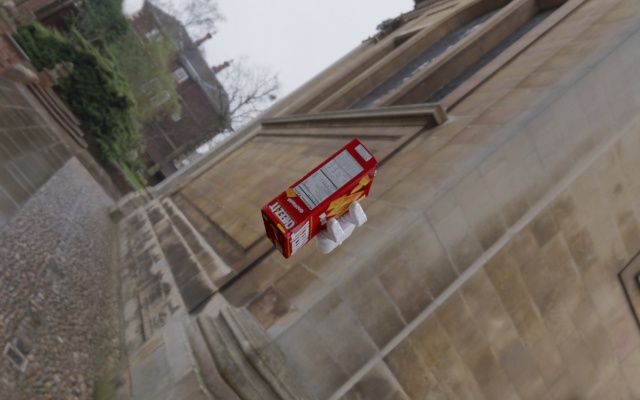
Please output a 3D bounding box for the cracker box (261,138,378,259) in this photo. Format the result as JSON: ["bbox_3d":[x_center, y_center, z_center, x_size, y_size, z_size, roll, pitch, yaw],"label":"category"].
[{"bbox_3d":[0.000,0.003,0.876,0.213,0.072,0.164,-38,-15,-14],"label":"cracker box"}]
